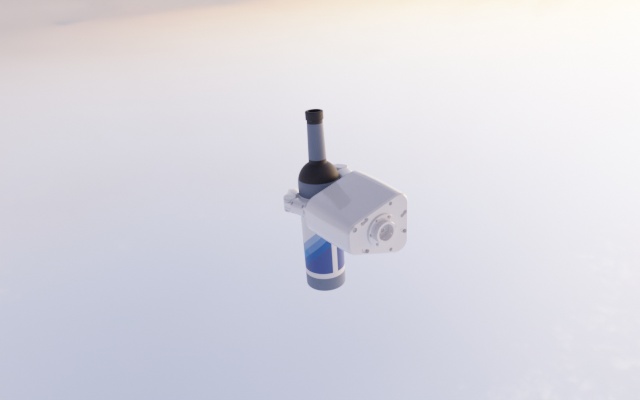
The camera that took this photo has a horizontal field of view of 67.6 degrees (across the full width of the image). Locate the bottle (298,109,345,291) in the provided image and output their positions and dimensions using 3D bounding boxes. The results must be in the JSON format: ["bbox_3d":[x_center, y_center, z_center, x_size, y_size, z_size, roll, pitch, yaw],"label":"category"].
[{"bbox_3d":[0.000,0.003,0.760,0.069,0.296,0.069,-3,24,2],"label":"bottle"}]
